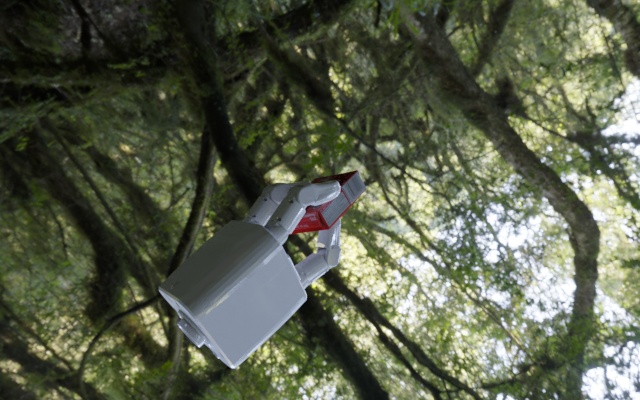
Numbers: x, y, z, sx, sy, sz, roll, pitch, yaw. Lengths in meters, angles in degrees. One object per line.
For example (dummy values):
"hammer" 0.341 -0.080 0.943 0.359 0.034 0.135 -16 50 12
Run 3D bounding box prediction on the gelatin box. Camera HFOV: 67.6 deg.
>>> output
"gelatin box" 0.000 0.002 0.560 0.073 0.030 0.089 -9 27 45
